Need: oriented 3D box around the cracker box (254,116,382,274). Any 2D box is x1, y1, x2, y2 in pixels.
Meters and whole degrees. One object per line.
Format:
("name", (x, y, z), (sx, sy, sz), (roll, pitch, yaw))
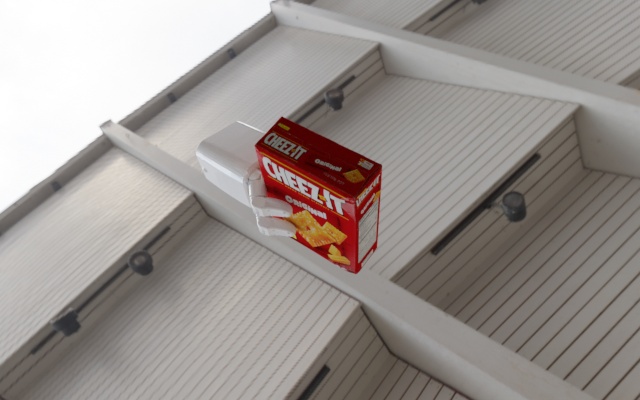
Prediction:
("cracker box", (0.000, 0.002, 0.696), (0.164, 0.072, 0.214), (28, -28, 22))
